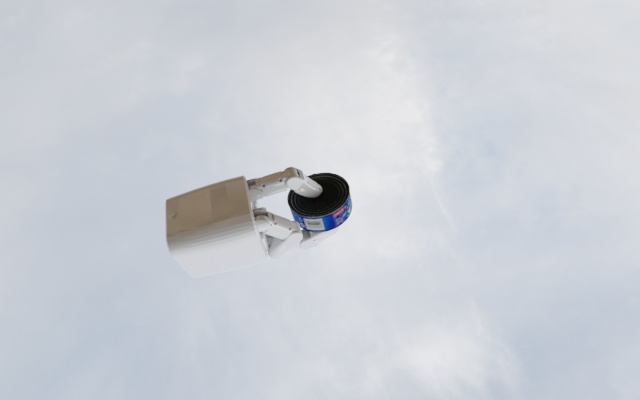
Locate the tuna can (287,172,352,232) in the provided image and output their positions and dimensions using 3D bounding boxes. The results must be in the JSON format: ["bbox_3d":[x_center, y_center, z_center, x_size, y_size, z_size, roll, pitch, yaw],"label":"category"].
[{"bbox_3d":[0.000,0.003,0.650,0.086,0.034,0.086,-8,43,8],"label":"tuna can"}]
